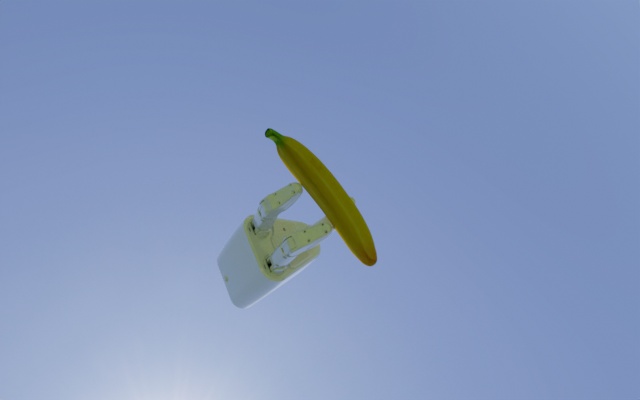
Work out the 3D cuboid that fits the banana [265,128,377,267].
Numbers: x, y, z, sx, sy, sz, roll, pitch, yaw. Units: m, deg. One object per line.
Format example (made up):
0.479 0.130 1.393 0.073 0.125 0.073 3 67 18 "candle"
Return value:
0.004 -0.006 0.575 0.037 0.198 0.069 -41 -1 25 "banana"
